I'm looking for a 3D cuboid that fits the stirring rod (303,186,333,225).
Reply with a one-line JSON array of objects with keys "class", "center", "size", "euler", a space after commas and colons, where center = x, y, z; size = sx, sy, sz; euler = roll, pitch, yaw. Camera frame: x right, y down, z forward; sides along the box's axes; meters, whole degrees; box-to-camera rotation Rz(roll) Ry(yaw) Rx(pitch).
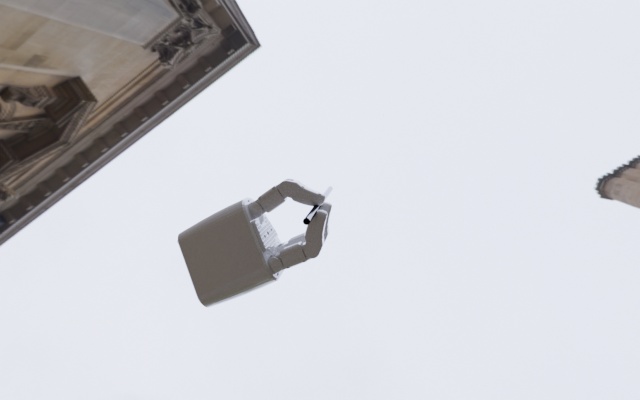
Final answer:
[{"class": "stirring rod", "center": [0.000, 0.002, 0.641], "size": [0.011, 0.011, 0.239], "euler": [0, 10, 8]}]
